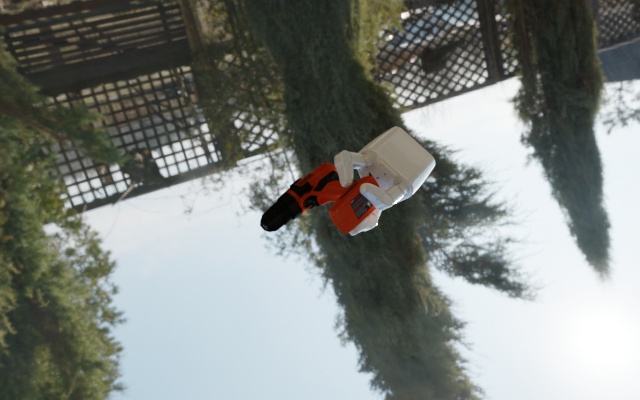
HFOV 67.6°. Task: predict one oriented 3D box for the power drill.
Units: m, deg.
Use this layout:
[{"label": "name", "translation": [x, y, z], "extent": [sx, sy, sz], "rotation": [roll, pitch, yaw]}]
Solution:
[{"label": "power drill", "translation": [0.001, 0.003, 0.830], "extent": [0.184, 0.057, 0.187], "rotation": [-42, 30, -23]}]
